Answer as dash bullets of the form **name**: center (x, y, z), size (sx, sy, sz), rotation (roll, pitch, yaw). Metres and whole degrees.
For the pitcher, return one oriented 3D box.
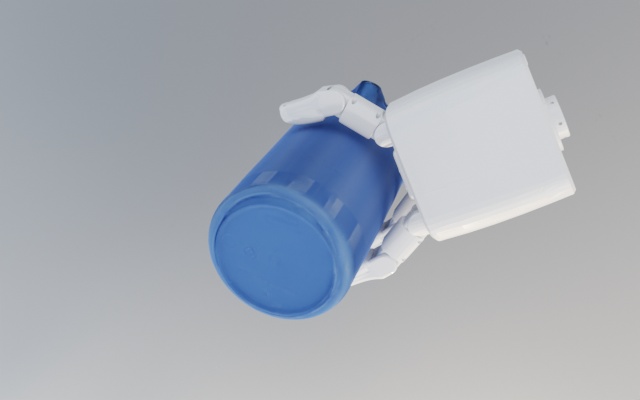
- **pitcher**: center (0.000, 0.001, 0.432), size (0.145, 0.149, 0.242), rotation (-20, 17, 25)
